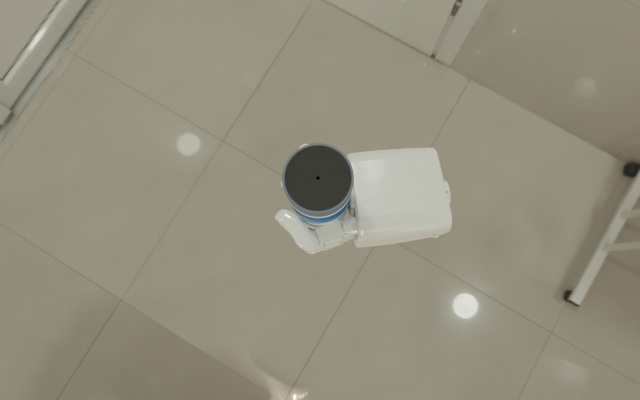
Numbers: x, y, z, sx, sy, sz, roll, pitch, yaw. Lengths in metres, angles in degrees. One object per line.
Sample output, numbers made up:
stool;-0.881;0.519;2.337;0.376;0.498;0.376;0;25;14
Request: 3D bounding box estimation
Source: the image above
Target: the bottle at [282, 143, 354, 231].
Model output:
bottle;0.000;0.002;0.582;0.069;0.069;0.296;0;-9;1
